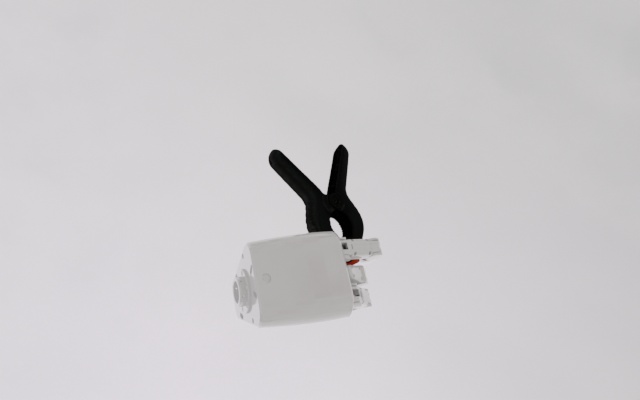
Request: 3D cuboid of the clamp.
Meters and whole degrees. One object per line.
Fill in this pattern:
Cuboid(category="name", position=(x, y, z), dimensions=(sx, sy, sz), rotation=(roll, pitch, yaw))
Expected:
Cuboid(category="clamp", position=(0.000, 0.002, 0.602), dimensions=(0.120, 0.171, 0.039), rotation=(-2, -25, -27))
